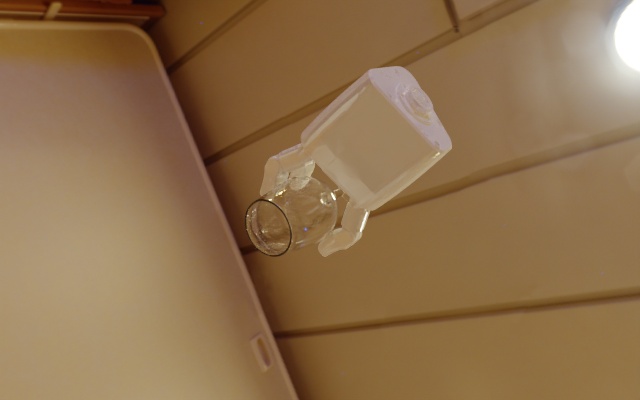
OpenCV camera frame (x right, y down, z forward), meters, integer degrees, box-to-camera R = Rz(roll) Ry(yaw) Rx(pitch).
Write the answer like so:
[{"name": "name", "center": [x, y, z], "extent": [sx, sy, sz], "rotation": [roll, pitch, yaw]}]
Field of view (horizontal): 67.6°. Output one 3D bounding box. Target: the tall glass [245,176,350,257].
[{"name": "tall glass", "center": [0.000, 0.002, 0.563], "extent": [0.079, 0.079, 0.201], "rotation": [0, 16, 35]}]
